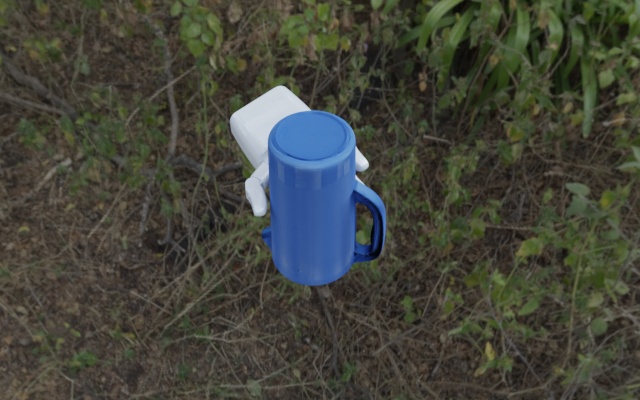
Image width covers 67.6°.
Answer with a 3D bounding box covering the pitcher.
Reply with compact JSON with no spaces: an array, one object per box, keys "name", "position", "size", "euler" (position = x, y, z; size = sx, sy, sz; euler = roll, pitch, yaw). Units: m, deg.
[{"name":"pitcher","position":[0.000,0.002,0.663],"size":[0.149,0.243,0.145],"euler":[-24,53,-19]}]
